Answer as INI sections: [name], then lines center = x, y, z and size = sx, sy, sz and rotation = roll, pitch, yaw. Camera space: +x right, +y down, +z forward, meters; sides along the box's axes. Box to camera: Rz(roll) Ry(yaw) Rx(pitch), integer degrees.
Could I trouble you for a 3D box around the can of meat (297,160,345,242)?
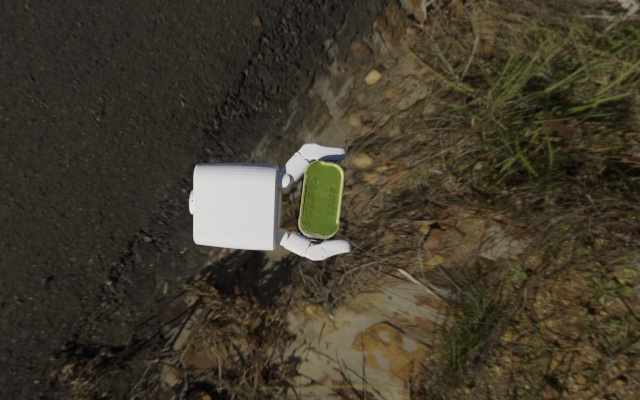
[can of meat]
center = 0.000, 0.002, 0.631
size = 0.057, 0.102, 0.084
rotation = 6, -6, -1
